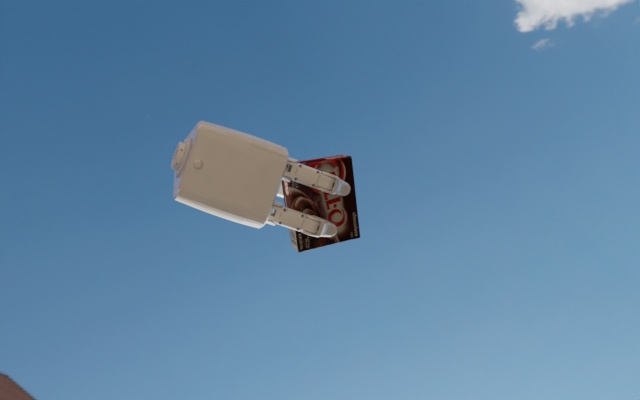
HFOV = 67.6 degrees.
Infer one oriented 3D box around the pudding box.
[{"bbox_3d":[0.000,0.002,0.621,0.090,0.113,0.039,-11,14,-20],"label":"pudding box"}]
